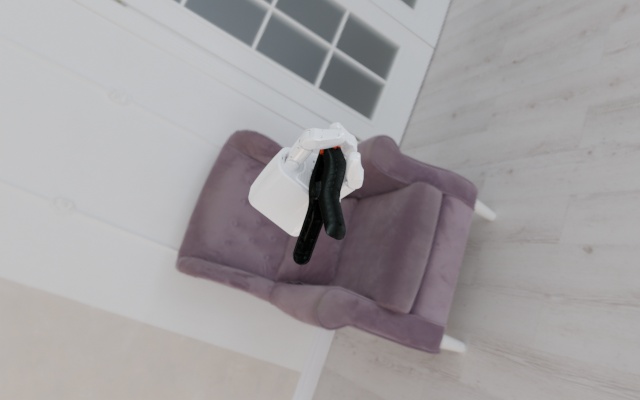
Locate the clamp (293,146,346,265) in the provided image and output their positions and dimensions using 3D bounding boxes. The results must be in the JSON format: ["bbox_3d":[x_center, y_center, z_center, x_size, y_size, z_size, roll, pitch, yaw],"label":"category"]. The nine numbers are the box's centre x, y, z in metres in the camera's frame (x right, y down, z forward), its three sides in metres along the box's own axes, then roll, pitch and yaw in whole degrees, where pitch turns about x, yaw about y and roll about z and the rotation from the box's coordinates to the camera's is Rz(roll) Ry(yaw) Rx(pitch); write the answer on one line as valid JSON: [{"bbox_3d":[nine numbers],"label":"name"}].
[{"bbox_3d":[0.000,0.002,0.640,0.039,0.171,0.120,25,-41,-22],"label":"clamp"}]
